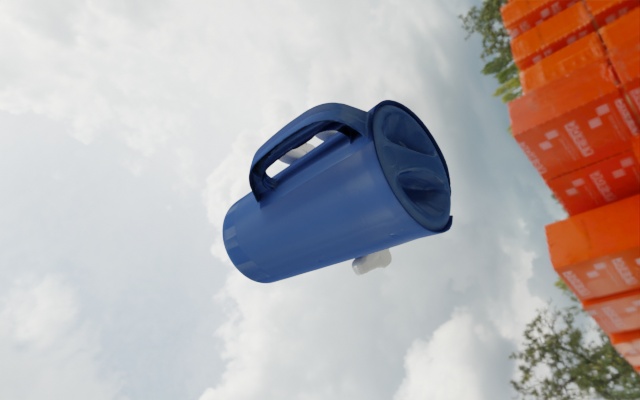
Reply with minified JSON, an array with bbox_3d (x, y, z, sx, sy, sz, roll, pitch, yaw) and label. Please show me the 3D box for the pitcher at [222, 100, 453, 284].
[{"bbox_3d":[0.000,0.002,0.501,0.243,0.149,0.145,-26,-2,36],"label":"pitcher"}]
